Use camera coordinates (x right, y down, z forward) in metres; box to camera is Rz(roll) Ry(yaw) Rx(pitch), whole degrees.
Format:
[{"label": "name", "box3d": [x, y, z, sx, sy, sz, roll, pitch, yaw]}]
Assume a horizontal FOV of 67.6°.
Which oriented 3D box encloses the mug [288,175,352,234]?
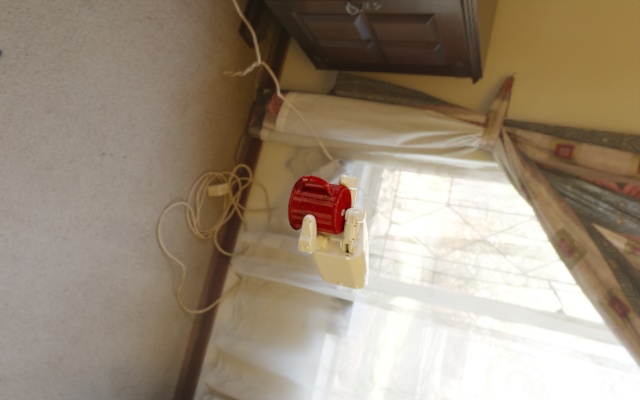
[{"label": "mug", "box3d": [0.000, 0.002, 0.789, 0.081, 0.093, 0.117, 10, -40, 22]}]
